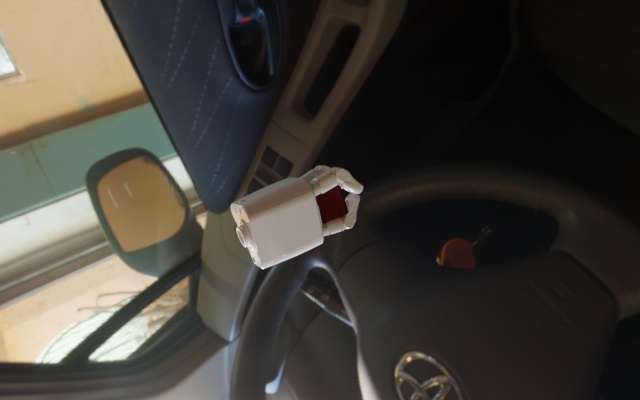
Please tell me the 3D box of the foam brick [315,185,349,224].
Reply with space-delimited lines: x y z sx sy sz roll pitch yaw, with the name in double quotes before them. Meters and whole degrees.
"foam brick" 0.000 0.003 0.774 0.051 0.053 0.078 -22 12 -22
